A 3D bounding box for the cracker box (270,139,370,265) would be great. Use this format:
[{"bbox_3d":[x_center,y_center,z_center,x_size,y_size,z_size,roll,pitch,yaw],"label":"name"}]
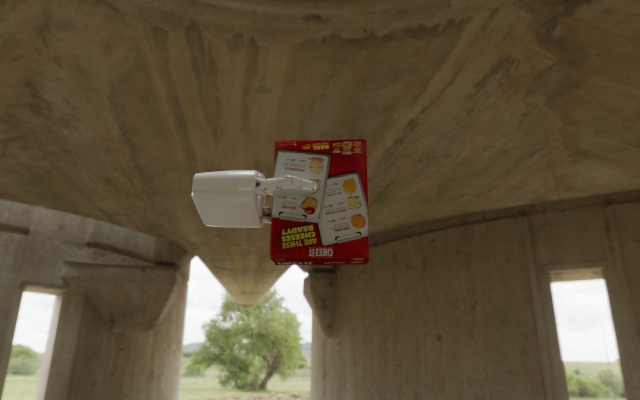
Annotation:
[{"bbox_3d":[0.000,0.002,0.830,0.164,0.213,0.072,-1,-19,3],"label":"cracker box"}]
